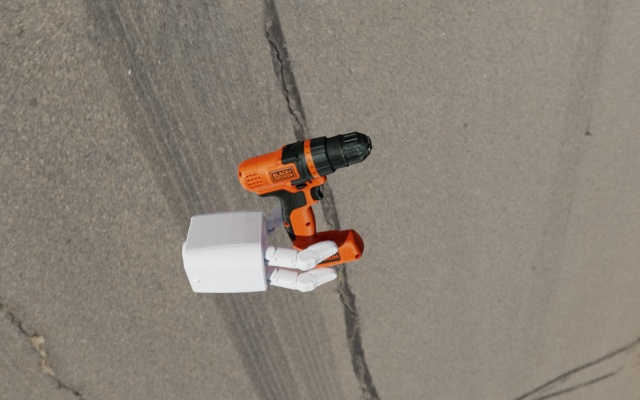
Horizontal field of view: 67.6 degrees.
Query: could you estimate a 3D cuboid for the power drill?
[{"bbox_3d":[0.000,0.003,0.665,0.184,0.188,0.057,-12,29,16],"label":"power drill"}]
